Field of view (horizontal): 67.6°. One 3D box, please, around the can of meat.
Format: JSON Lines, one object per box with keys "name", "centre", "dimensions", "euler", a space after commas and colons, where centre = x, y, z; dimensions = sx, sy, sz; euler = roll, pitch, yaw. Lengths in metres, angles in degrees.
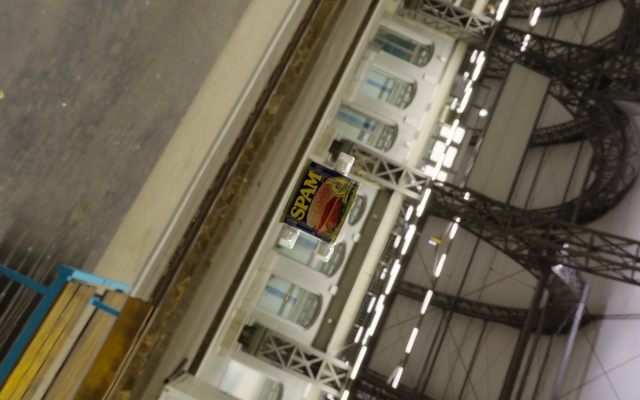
{"name": "can of meat", "centre": [0.000, 0.002, 0.677], "dimensions": [0.084, 0.102, 0.057], "euler": [25, -1, 0]}
